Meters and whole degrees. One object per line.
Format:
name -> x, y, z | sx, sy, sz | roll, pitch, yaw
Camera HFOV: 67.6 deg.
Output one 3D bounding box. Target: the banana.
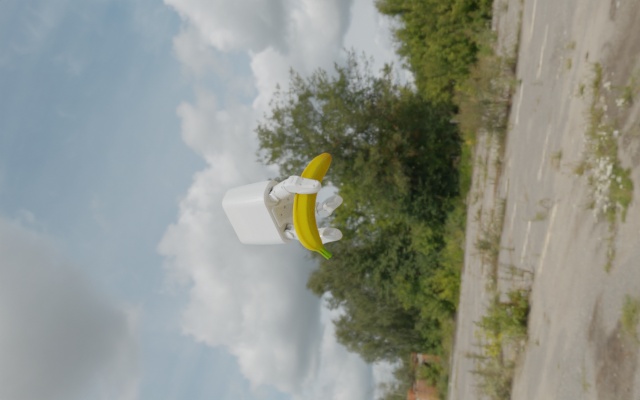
banana -> -0.015, 0.002, 0.824 | 0.069, 0.197, 0.037 | 16, -25, -35
